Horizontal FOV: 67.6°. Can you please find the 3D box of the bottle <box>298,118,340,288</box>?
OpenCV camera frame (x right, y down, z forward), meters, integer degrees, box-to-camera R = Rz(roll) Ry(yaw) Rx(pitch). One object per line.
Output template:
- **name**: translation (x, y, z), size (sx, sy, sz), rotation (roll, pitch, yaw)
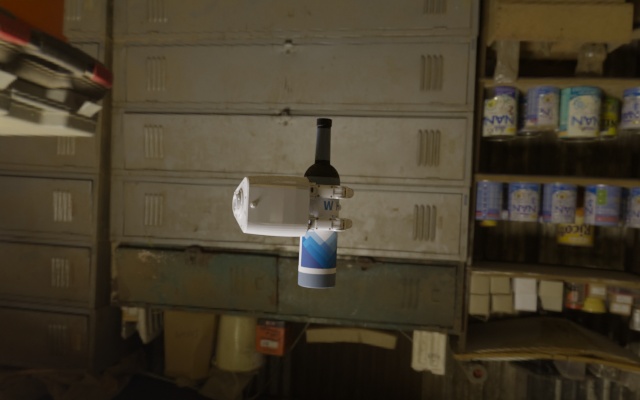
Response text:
- **bottle**: translation (0.000, 0.003, 0.848), size (0.069, 0.295, 0.069), rotation (3, 0, 0)
